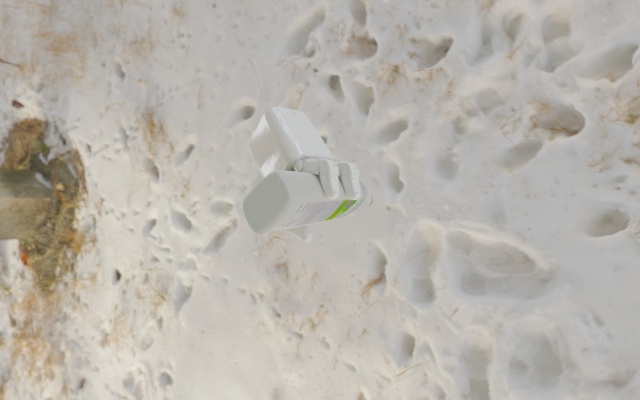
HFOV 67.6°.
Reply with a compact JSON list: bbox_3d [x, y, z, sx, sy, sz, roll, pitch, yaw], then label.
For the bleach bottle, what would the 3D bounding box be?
[{"bbox_3d":[0.000,0.003,0.775,0.102,0.068,0.251,-42,-25,31],"label":"bleach bottle"}]
